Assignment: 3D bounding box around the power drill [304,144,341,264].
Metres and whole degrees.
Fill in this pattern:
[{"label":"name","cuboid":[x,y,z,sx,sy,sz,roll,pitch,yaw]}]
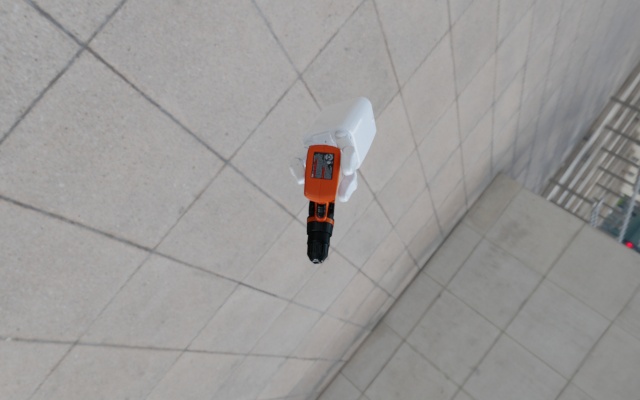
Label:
[{"label":"power drill","cuboid":[0.000,0.002,0.846,0.057,0.184,0.188,4,-24,0]}]
